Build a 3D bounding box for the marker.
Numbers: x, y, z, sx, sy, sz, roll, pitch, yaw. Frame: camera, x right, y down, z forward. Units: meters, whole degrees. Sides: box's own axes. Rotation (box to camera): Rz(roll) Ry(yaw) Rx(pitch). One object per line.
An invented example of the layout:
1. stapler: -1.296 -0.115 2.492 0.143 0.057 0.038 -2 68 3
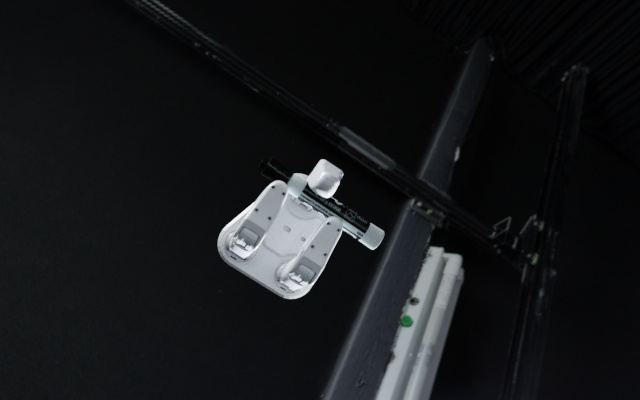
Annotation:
1. marker: 0.000 0.001 0.405 0.121 0.020 0.020 34 -4 -5
